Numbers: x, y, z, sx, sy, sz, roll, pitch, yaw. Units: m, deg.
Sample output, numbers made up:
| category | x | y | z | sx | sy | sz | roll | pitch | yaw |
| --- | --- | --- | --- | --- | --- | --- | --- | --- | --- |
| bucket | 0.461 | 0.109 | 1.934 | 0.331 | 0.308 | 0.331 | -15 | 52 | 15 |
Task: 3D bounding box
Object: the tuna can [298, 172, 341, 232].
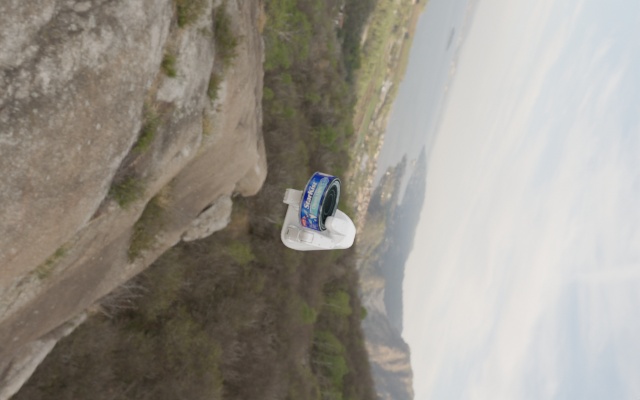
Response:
| category | x | y | z | sx | sy | sz | roll | pitch | yaw |
| --- | --- | --- | --- | --- | --- | --- | --- | --- | --- |
| tuna can | 0.001 | 0.002 | 0.710 | 0.034 | 0.086 | 0.086 | 16 | 5 | 17 |
